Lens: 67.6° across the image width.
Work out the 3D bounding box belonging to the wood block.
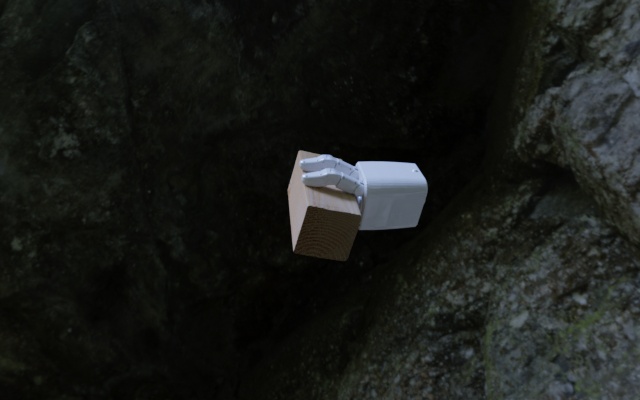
[{"bbox_3d":[0.000,0.003,0.823,0.090,0.091,0.206,11,27,-12],"label":"wood block"}]
